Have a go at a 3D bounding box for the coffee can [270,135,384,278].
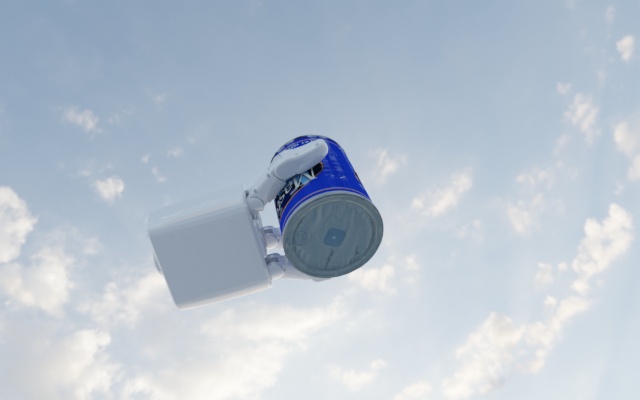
[{"bbox_3d":[0.000,0.002,0.529,0.103,0.103,0.140,0,31,-13],"label":"coffee can"}]
